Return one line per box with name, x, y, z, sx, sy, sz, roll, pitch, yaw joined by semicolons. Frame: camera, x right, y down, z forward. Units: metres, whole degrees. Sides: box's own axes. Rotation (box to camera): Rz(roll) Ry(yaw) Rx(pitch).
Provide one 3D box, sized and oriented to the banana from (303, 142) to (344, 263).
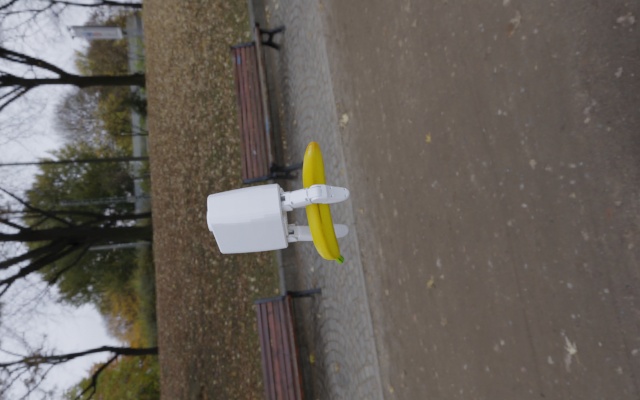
banana;-0.002;0.007;0.730;0.037;0.198;0.069;-11;2;9
